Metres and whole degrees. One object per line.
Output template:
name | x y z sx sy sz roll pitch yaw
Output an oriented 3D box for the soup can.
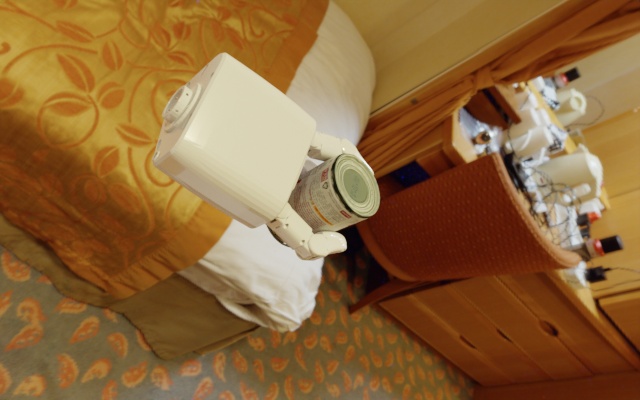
soup can | 0.001 0.002 0.483 0.102 0.068 0.068 -26 -17 39
